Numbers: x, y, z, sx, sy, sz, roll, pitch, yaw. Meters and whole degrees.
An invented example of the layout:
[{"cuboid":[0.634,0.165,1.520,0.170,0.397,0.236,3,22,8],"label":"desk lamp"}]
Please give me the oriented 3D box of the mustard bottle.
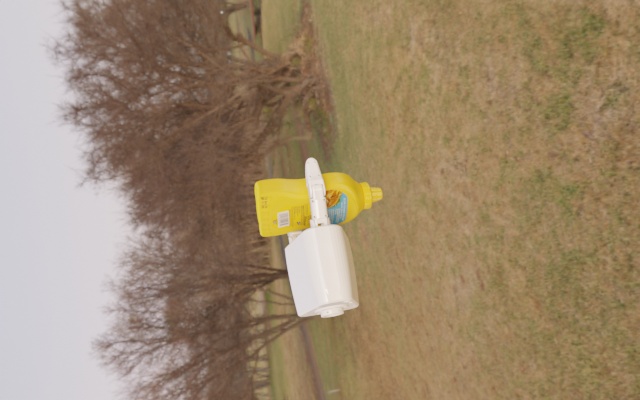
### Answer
[{"cuboid":[0.000,0.002,0.721,0.191,0.096,0.058,-7,45,-9],"label":"mustard bottle"}]
